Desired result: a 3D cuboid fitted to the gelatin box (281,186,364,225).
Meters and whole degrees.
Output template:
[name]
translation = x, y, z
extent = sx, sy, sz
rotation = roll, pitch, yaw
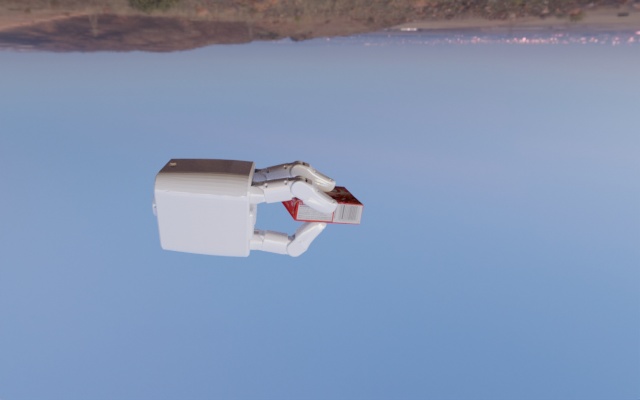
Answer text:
[gelatin box]
translation = 0.000, 0.002, 0.605
extent = 0.089, 0.030, 0.073
rotation = 4, 18, -19
